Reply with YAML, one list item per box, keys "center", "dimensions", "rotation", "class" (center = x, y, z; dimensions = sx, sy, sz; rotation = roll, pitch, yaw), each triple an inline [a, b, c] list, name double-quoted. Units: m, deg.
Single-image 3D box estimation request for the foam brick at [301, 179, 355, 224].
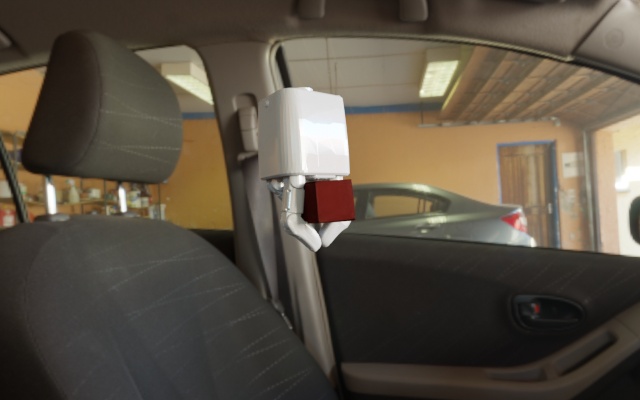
- center: [0.000, 0.002, 0.599]
  dimensions: [0.053, 0.051, 0.078]
  rotation: [-3, -1, -29]
  class: "foam brick"
